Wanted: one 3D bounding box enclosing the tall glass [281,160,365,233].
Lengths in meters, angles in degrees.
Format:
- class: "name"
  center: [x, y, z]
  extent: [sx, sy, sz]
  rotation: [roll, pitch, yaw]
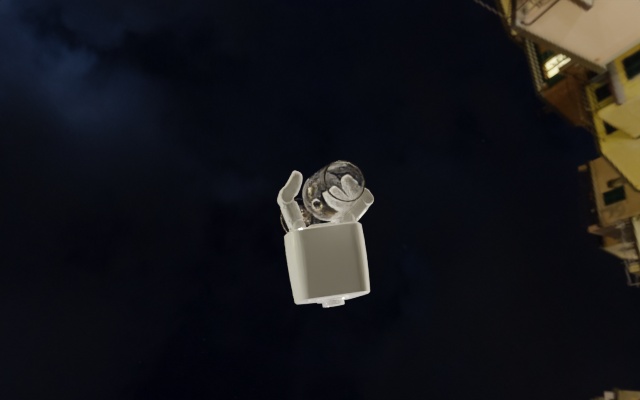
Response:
- class: "tall glass"
  center: [0.000, 0.003, 0.744]
  extent: [0.079, 0.079, 0.201]
  rotation: [0, -18, -21]
